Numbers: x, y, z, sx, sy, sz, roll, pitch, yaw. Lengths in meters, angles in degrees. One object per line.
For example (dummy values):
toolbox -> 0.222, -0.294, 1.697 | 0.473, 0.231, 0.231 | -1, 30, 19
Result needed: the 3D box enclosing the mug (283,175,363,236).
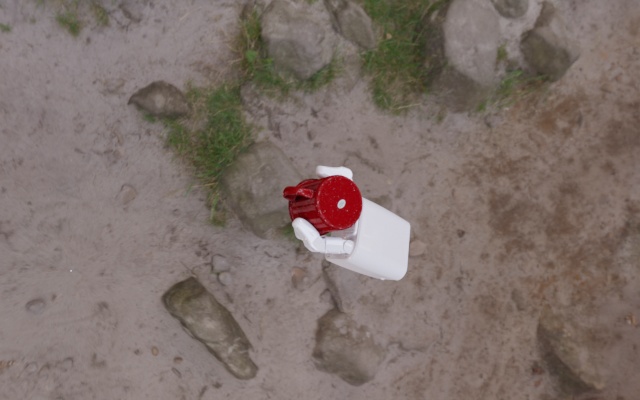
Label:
mug -> -0.001, 0.002, 0.716 | 0.117, 0.093, 0.081 | 23, -17, -25
